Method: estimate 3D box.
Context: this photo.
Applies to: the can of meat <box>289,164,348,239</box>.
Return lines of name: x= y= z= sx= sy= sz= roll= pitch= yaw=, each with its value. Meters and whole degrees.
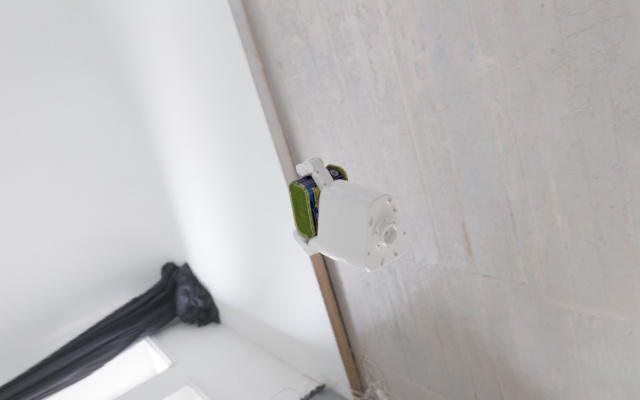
can of meat: x=0.000 y=0.003 z=0.780 sx=0.084 sy=0.102 sz=0.057 roll=-25 pitch=27 yaw=-31
